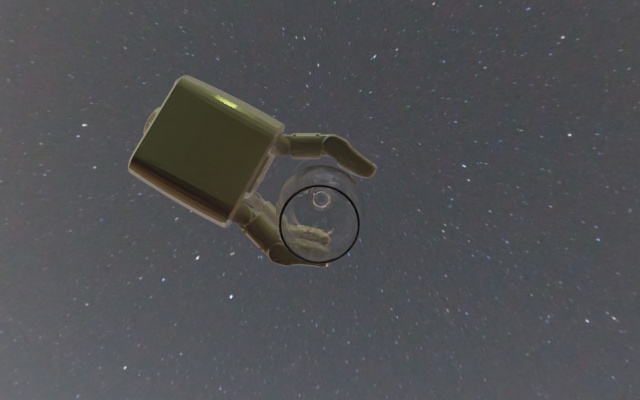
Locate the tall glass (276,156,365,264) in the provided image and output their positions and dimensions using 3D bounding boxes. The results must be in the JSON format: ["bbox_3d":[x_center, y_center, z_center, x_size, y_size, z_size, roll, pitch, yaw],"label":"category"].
[{"bbox_3d":[0.000,0.001,0.458,0.079,0.079,0.201,0,10,0],"label":"tall glass"}]
